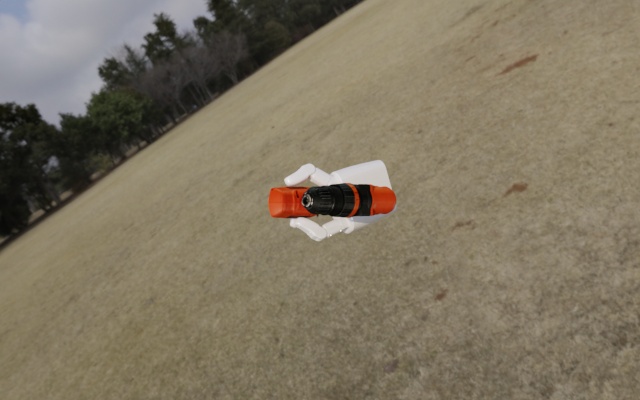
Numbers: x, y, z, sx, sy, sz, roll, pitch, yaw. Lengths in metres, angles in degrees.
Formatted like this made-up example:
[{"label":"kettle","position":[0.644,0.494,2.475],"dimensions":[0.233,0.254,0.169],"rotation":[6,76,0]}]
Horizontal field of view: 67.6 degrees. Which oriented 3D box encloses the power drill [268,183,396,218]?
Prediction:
[{"label":"power drill","position":[0.000,0.002,0.771],"dimensions":[0.184,0.057,0.187],"rotation":[2,-2,-43]}]
